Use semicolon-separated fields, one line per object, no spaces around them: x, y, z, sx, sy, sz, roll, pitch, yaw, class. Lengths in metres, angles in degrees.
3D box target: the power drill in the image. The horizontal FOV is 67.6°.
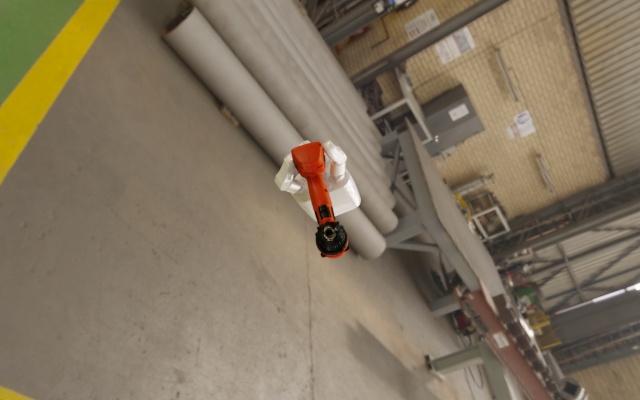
0.000;0.002;0.790;0.057;0.187;0.184;-14;-13;-1;power drill
